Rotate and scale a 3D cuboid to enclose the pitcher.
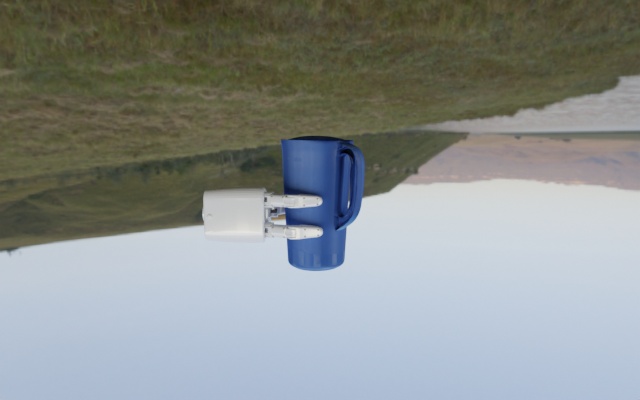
[{"bbox_3d":[0.000,0.003,0.881,0.145,0.243,0.149,0,8,-2],"label":"pitcher"}]
